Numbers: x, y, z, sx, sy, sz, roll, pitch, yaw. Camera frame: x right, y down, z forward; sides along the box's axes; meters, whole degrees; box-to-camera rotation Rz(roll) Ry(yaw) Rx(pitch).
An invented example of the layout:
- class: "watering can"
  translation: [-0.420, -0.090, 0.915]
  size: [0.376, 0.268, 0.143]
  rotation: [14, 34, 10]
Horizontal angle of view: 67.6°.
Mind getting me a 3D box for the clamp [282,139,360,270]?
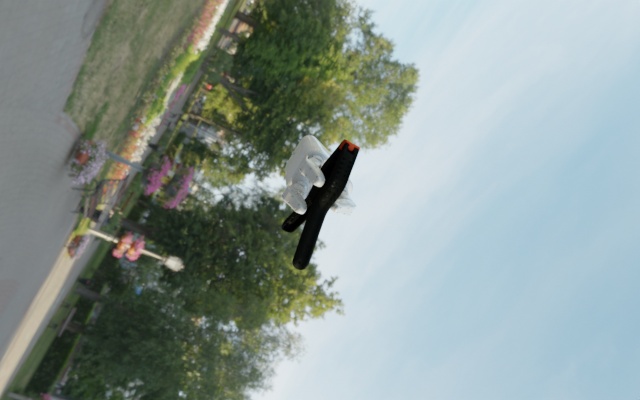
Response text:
- class: "clamp"
  translation: [0.001, 0.002, 0.768]
  size: [0.036, 0.210, 0.164]
  rotation: [26, 19, -20]
